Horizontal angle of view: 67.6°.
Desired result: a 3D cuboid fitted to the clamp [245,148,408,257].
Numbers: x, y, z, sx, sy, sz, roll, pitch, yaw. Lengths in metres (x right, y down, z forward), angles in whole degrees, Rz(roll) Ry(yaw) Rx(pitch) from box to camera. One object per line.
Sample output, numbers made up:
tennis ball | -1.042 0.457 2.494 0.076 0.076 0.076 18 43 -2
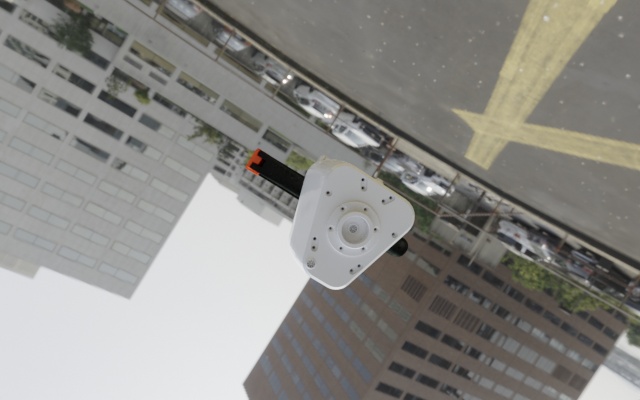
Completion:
clamp | -0.001 0.002 0.615 0.210 0.036 0.164 32 -4 -10
